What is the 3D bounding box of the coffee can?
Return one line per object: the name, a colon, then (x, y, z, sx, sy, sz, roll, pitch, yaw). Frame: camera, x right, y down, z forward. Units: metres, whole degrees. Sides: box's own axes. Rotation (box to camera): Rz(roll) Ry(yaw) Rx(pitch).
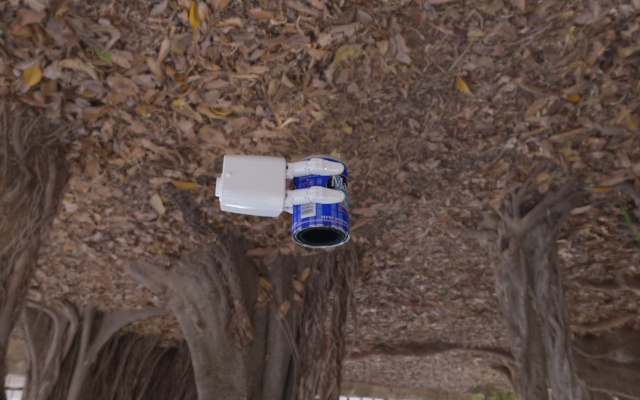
coffee can: (0.000, 0.003, 0.864, 0.103, 0.140, 0.103, 0, -26, 0)
